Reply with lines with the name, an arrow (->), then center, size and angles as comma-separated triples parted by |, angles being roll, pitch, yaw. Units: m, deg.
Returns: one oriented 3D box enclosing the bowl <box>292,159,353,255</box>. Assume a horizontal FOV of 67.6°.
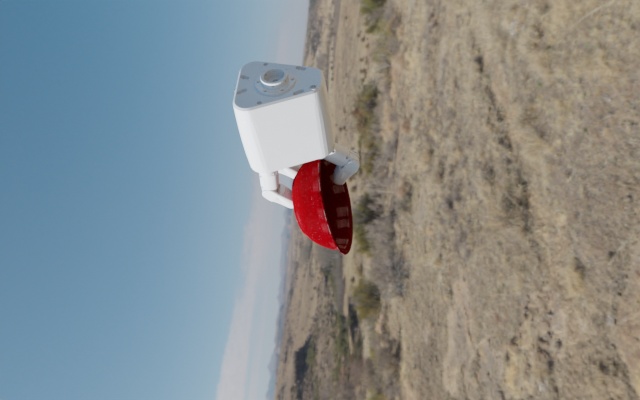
bowl -> 0.000, 0.003, 0.695 | 0.055, 0.162, 0.162 | -11, -3, 16
